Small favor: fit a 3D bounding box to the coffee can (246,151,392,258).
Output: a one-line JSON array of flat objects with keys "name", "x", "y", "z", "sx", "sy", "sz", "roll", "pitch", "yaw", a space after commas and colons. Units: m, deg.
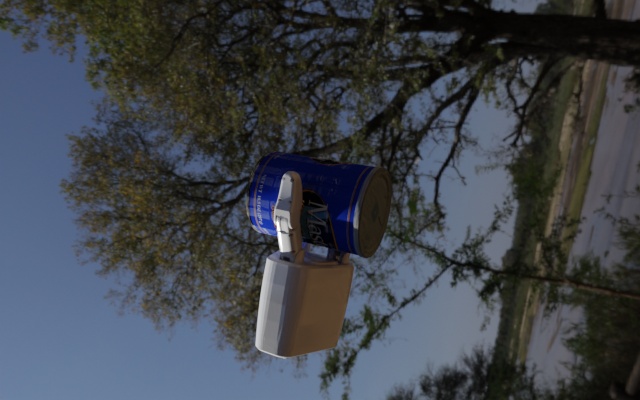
[{"name": "coffee can", "x": 0.000, "y": 0.002, "z": 0.557, "sx": 0.140, "sy": 0.103, "sz": 0.103, "roll": 11, "pitch": 5, "yaw": 24}]
